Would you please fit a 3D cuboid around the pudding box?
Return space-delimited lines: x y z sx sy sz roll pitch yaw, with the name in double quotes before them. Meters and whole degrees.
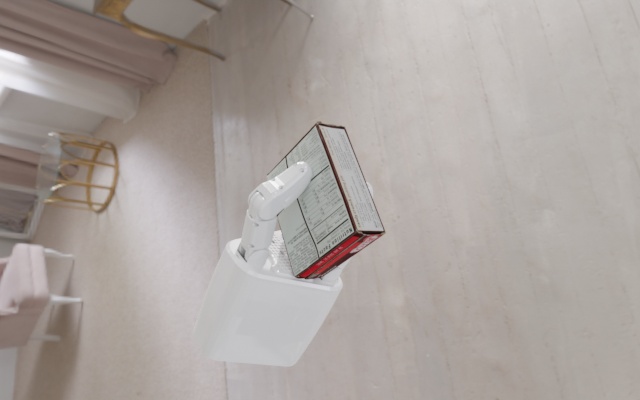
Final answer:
"pudding box" 0.000 0.001 0.426 0.039 0.113 0.090 3 -33 -42
